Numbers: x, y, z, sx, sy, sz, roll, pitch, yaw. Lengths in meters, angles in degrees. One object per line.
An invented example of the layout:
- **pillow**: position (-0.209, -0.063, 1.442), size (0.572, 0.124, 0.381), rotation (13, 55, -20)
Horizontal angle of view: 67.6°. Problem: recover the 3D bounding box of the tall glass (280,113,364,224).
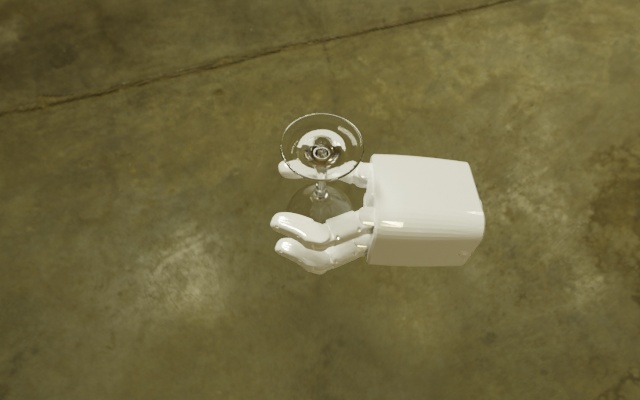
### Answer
- **tall glass**: position (0.000, 0.001, 0.505), size (0.079, 0.079, 0.201), rotation (0, -30, -1)
